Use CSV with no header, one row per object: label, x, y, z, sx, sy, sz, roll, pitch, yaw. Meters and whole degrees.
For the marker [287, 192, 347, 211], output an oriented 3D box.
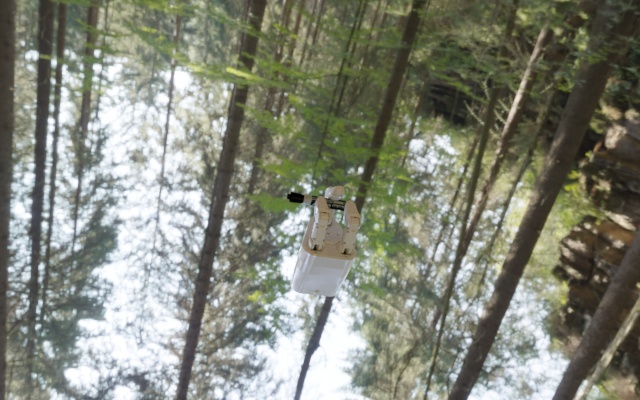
marker,0.000,0.003,0.846,0.121,0.020,0.020,10,-2,-14
